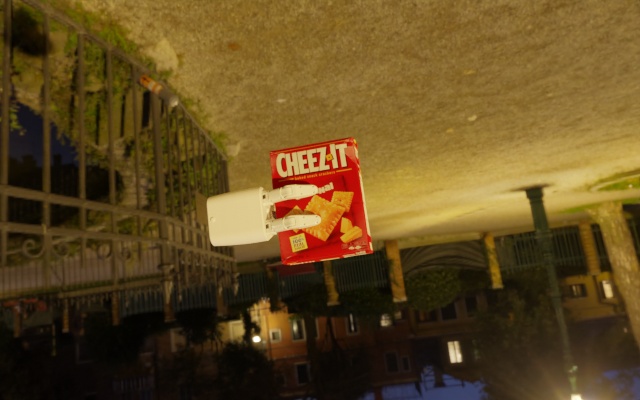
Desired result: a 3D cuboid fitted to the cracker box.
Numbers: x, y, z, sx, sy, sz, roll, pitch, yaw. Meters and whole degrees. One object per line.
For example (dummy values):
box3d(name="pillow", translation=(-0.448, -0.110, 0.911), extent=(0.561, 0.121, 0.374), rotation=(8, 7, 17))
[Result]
box3d(name="cracker box", translation=(0.000, 0.003, 0.887), extent=(0.164, 0.213, 0.072), rotation=(-9, -10, 8))
